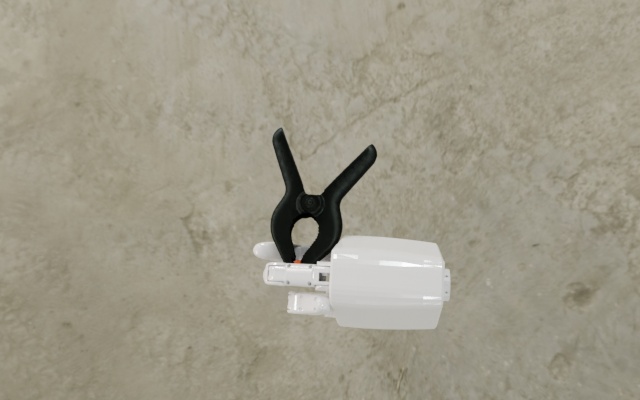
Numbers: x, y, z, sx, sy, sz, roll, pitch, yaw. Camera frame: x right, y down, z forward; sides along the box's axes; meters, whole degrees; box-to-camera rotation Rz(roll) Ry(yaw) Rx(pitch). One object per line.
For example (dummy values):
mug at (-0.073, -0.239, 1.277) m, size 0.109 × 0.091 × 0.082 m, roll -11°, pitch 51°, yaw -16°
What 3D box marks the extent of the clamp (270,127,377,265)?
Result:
clamp at (0.000, 0.002, 0.529) m, size 0.120 × 0.171 × 0.039 m, roll 1°, pitch -11°, yaw 10°
